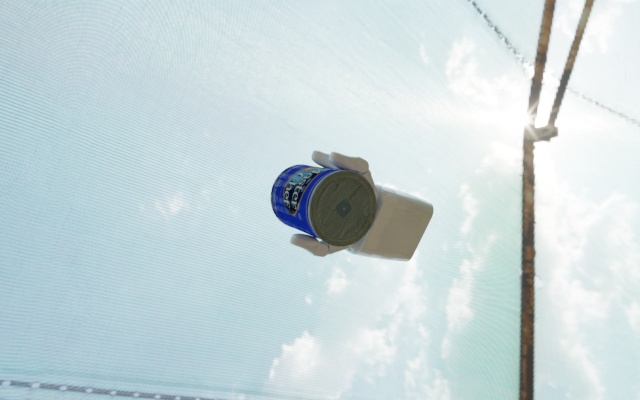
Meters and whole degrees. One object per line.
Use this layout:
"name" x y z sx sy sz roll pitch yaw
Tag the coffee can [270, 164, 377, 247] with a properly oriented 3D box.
"coffee can" 0.000 0.002 0.693 0.103 0.103 0.140 0 7 -28
